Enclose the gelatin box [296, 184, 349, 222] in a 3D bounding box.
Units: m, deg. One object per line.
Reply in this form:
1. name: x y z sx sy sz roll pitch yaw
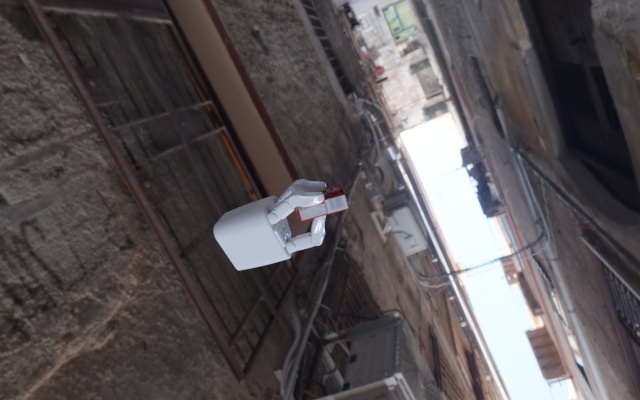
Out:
1. gelatin box: 0.001 0.003 0.847 0.089 0.030 0.073 -16 16 0
